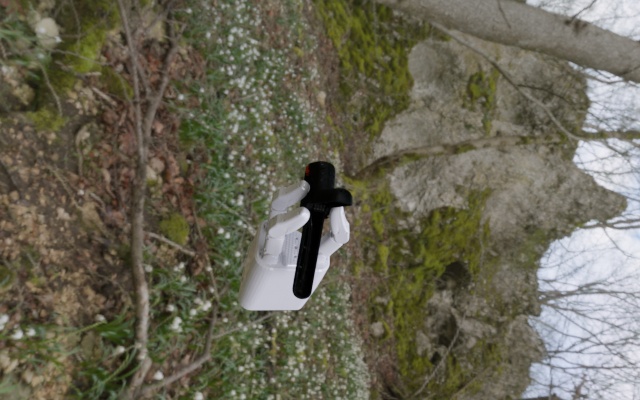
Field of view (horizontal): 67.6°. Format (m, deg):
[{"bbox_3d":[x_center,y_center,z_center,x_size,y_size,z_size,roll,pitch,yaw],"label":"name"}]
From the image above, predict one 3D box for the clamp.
[{"bbox_3d":[0.001,0.002,0.633,0.036,0.165,0.209,16,38,-13],"label":"clamp"}]
